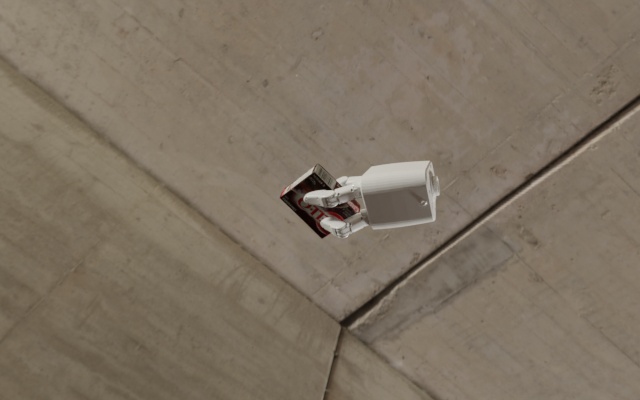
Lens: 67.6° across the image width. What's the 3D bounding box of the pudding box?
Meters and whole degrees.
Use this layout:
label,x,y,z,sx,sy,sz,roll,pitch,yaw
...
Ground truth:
label,x,y,z,sx,sy,sz,roll,pitch,yaw
pudding box,0.000,0.003,0.831,0.090,0.113,0.039,-35,16,32
